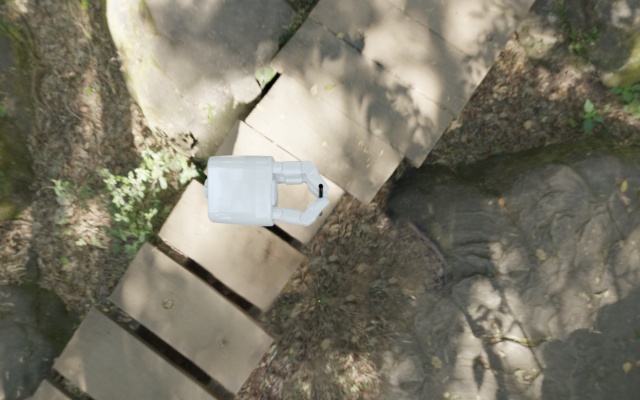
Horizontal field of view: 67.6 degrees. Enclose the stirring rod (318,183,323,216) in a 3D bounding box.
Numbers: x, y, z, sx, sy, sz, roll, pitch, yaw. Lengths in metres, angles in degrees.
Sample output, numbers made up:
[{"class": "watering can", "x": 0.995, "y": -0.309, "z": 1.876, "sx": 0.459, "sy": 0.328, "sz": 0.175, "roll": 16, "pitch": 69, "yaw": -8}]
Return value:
[{"class": "stirring rod", "x": 0.000, "y": 0.003, "z": 0.841, "sx": 0.011, "sy": 0.011, "sz": 0.239, "roll": 0, "pitch": -12, "yaw": 0}]
